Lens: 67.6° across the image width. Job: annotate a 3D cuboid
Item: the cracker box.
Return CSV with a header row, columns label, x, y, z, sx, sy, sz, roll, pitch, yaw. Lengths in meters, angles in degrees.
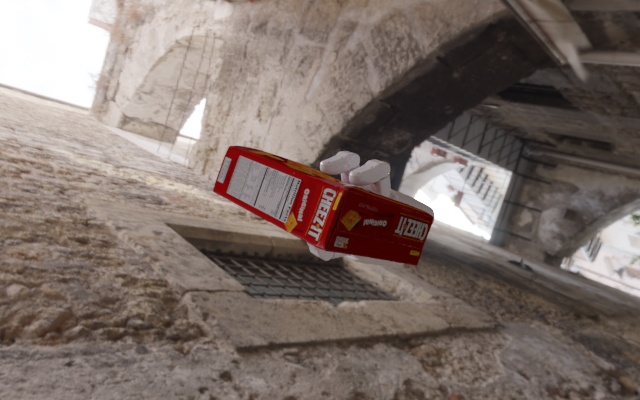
label,x,y,z,sx,sy,sz,roll,pitch,yaw
cracker box,0.000,0.002,0.573,0.164,0.072,0.213,15,6,-45
